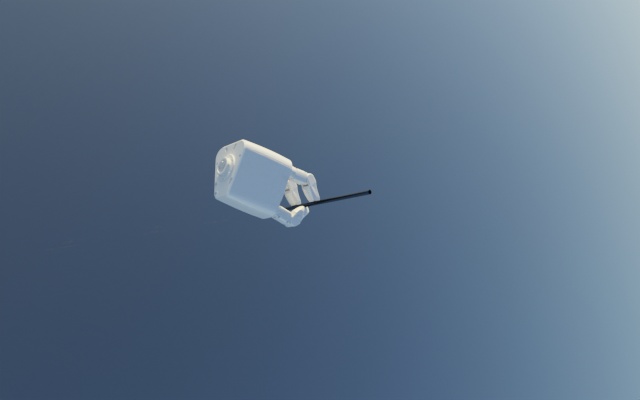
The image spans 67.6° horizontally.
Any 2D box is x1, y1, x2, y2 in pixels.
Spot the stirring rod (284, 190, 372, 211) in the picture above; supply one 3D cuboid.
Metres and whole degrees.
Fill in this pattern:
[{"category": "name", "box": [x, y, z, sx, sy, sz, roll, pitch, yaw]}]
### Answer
[{"category": "stirring rod", "box": [0.000, 0.003, 0.896, 0.011, 0.011, 0.239, 0, -8, -45]}]
